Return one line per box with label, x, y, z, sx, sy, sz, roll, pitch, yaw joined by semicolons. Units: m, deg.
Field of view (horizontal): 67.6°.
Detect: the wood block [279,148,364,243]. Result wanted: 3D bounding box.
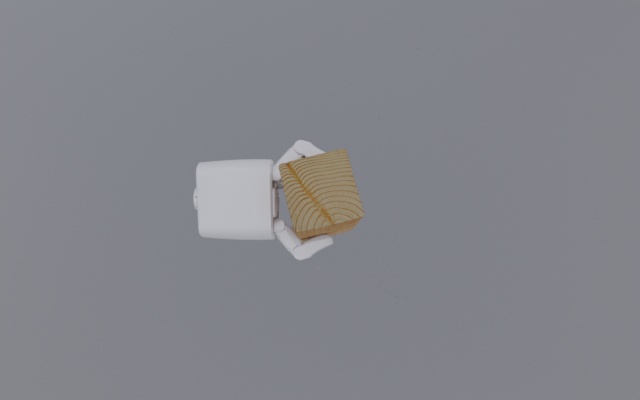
wood block;0.000;0.003;0.684;0.090;0.091;0.206;-14;-8;-2
